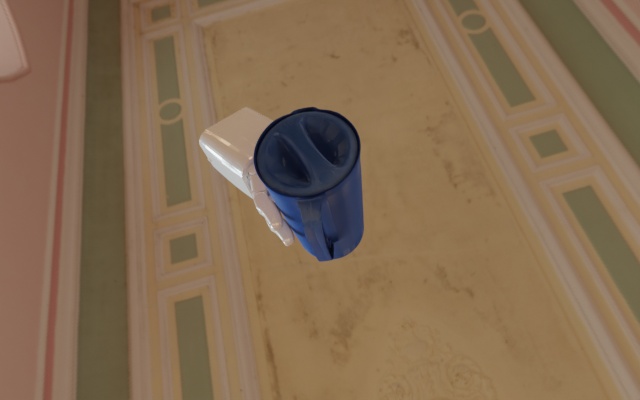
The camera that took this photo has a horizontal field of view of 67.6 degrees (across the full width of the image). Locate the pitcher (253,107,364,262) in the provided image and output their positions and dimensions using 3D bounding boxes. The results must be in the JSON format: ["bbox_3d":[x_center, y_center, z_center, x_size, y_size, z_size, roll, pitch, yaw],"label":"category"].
[{"bbox_3d":[0.000,0.002,0.676,0.145,0.149,0.243,33,-18,25],"label":"pitcher"}]
